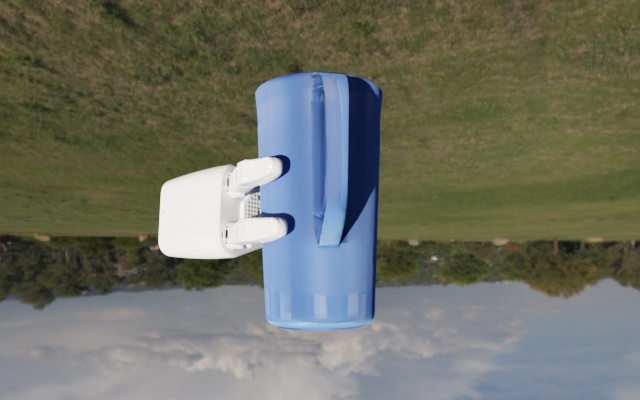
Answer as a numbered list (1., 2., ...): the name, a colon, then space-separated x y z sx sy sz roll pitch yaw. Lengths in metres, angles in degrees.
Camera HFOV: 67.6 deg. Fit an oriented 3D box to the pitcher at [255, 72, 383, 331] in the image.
1. pitcher: 0.000 0.002 0.478 0.145 0.243 0.149 -6 -10 35
